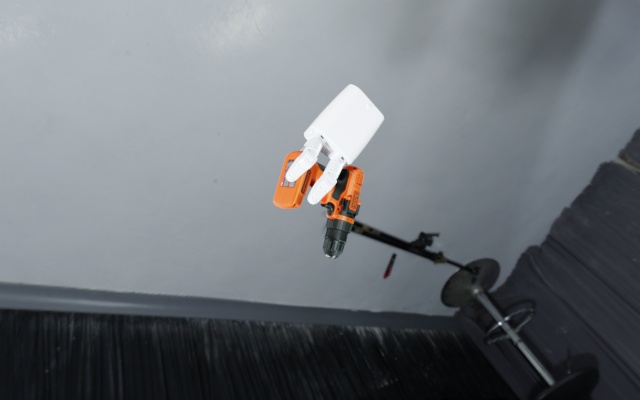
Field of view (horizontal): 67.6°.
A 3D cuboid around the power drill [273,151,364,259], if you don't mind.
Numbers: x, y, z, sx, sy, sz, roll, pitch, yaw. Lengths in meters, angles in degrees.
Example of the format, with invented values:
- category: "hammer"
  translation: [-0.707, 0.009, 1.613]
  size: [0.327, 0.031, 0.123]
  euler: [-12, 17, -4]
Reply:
- category: "power drill"
  translation: [0.000, 0.002, 0.875]
  size: [0.057, 0.184, 0.188]
  euler: [5, -13, 40]
